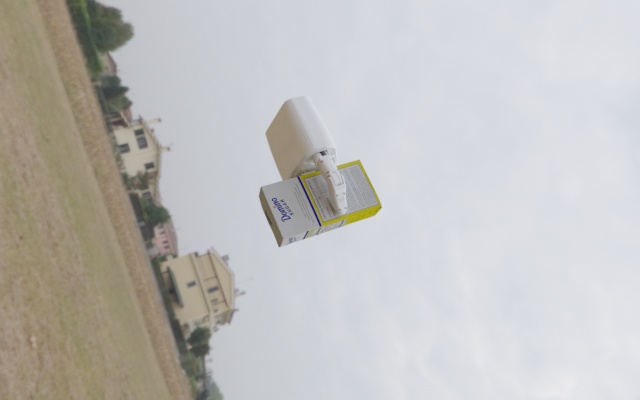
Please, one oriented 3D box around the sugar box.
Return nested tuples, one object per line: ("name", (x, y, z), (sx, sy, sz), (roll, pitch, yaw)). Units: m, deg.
("sugar box", (0.000, 0.003, 0.755), (0.176, 0.093, 0.048), (-17, -21, -19))
